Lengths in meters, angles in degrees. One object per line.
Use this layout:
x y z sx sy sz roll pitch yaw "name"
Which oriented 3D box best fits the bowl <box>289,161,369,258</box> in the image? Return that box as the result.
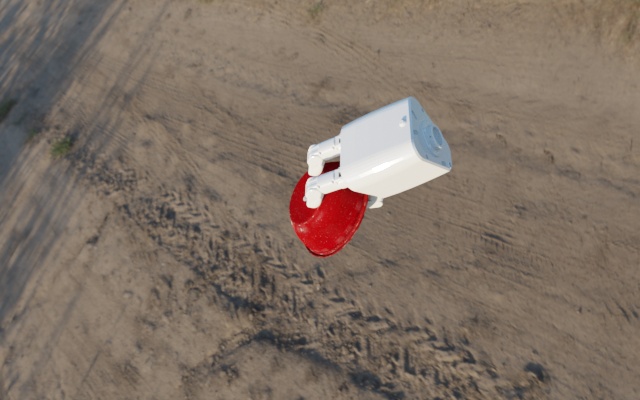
-0.001 0.003 0.730 0.055 0.162 0.162 23 -13 -32 "bowl"
